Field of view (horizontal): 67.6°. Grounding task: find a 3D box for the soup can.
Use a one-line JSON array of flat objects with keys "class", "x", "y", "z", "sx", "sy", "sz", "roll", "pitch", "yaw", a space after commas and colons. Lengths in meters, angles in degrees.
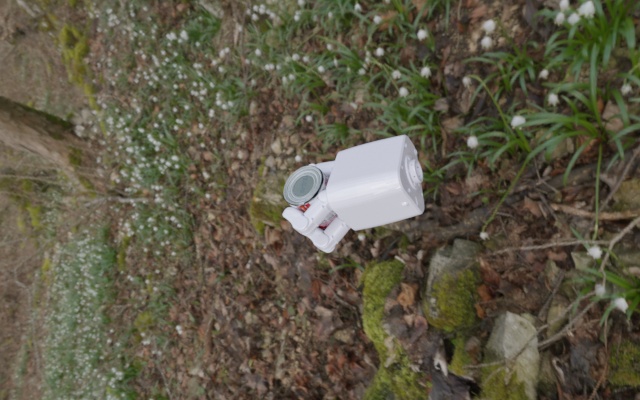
[{"class": "soup can", "x": 0.000, "y": 0.002, "z": 0.711, "sx": 0.068, "sy": 0.068, "sz": 0.102, "roll": 0, "pitch": -29, "yaw": 36}]
